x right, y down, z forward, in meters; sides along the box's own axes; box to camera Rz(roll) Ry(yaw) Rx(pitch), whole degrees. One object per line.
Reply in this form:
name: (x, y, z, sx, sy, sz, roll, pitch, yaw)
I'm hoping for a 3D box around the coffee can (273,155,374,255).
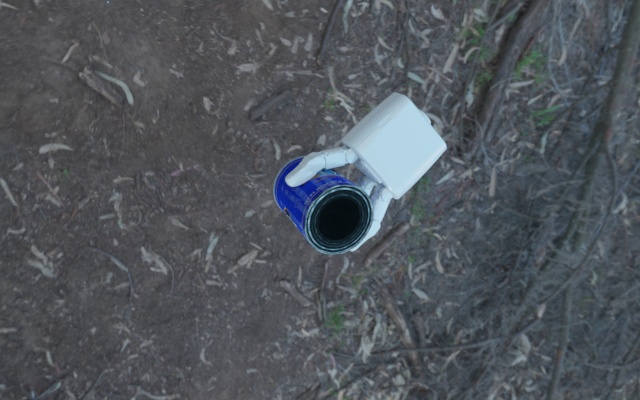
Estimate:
coffee can: (0.000, 0.002, 0.697, 0.103, 0.103, 0.140, 0, 21, -24)
